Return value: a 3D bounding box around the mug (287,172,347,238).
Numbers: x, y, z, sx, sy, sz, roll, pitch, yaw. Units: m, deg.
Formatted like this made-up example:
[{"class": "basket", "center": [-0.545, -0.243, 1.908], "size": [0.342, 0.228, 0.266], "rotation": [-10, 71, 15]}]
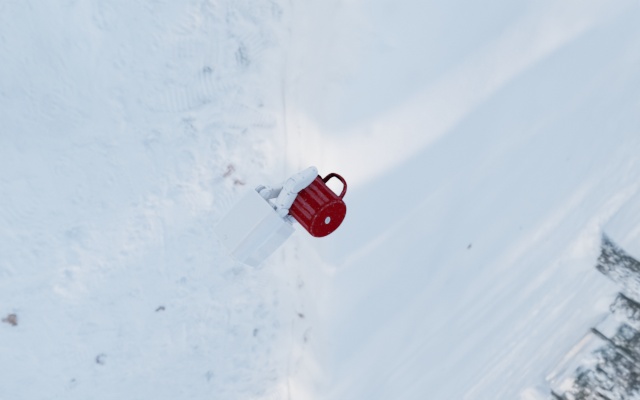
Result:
[{"class": "mug", "center": [0.001, 0.002, 0.834], "size": [0.081, 0.117, 0.093], "rotation": [44, -1, 36]}]
